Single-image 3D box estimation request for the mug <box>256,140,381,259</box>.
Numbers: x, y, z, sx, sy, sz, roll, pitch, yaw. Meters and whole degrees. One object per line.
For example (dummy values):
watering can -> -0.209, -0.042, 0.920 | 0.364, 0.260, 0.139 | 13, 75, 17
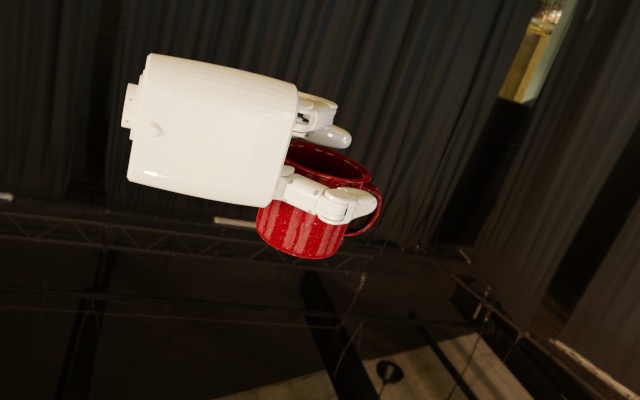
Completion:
mug -> 0.001, 0.002, 0.441 | 0.117, 0.081, 0.093 | 11, 21, -22
